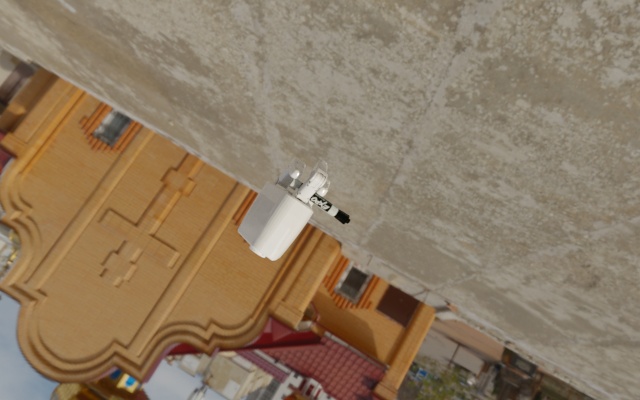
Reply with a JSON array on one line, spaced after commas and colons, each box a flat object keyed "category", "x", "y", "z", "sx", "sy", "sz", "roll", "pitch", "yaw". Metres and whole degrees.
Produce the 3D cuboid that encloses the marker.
[{"category": "marker", "x": 0.000, "y": 0.003, "z": 0.801, "sx": 0.121, "sy": 0.020, "sz": 0.020, "roll": 35, "pitch": -9, "yaw": -12}]
